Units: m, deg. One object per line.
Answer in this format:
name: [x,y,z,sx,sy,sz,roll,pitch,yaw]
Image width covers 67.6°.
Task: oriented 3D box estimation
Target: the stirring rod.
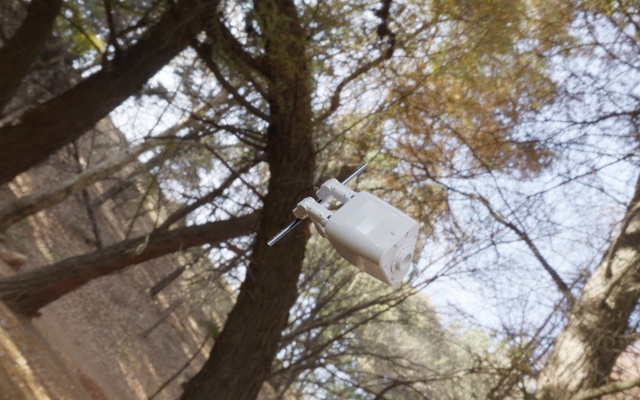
stirring rod: [0.000,0.003,0.808,0.239,0.011,0.011,-39,20,-27]
